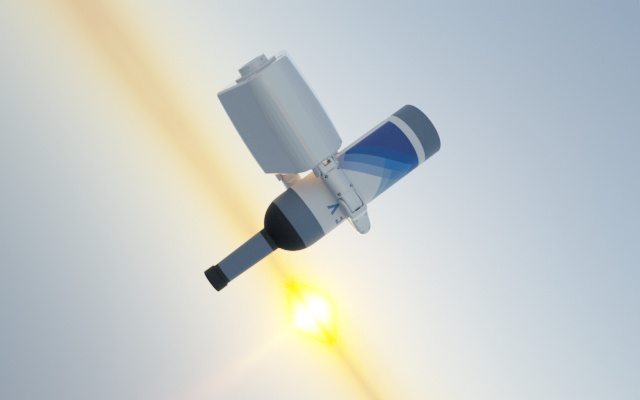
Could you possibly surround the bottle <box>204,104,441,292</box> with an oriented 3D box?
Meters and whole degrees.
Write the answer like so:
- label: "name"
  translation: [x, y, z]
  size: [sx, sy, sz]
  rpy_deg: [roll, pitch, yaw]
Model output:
- label: "bottle"
  translation: [0.000, 0.002, 0.533]
  size: [0.295, 0.069, 0.069]
  rpy_deg: [-36, 6, -9]
